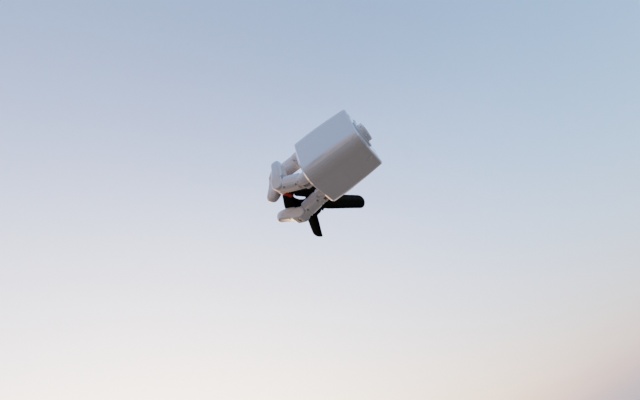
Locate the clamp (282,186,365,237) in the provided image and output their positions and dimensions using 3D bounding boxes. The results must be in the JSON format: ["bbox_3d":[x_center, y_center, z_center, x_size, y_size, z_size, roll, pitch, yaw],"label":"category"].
[{"bbox_3d":[0.000,0.002,0.850,0.120,0.039,0.171,-36,-37,12],"label":"clamp"}]
